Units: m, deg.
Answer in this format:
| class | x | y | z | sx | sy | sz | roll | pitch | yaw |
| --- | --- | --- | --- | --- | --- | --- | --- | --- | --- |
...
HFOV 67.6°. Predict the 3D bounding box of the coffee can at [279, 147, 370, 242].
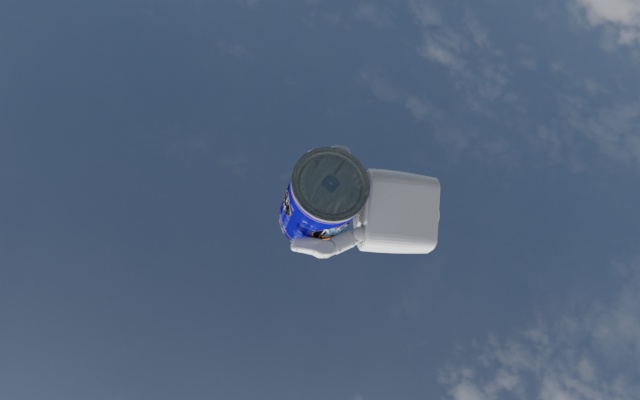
| class | x | y | z | sx | sy | sz | roll | pitch | yaw |
| --- | --- | --- | --- | --- | --- | --- | --- | --- | --- |
| coffee can | 0.000 | 0.002 | 0.668 | 0.103 | 0.102 | 0.140 | 0 | -20 | -12 |
